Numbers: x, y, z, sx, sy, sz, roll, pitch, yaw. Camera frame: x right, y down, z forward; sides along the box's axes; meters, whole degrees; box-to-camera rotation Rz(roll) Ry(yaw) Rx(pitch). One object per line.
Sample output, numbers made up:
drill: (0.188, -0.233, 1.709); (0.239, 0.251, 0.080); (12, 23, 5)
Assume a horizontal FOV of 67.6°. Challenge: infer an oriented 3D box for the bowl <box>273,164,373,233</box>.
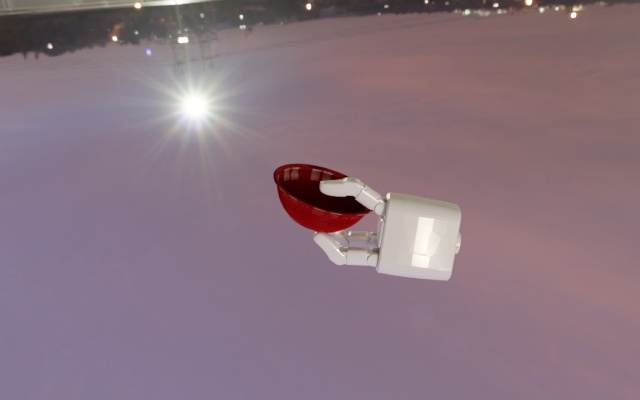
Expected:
bowl: (-0.001, 0.002, 0.728); (0.162, 0.055, 0.162); (15, 24, -7)
